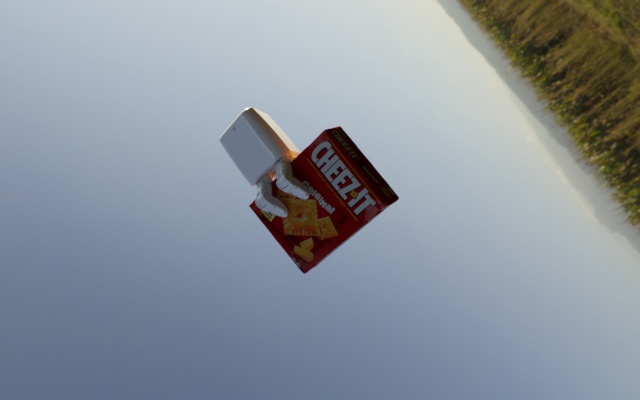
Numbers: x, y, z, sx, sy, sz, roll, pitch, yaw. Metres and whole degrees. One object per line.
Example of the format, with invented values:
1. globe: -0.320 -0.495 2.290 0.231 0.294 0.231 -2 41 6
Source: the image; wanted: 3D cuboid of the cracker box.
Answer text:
1. cracker box: 0.000 0.003 0.834 0.214 0.164 0.072 -42 -7 28
